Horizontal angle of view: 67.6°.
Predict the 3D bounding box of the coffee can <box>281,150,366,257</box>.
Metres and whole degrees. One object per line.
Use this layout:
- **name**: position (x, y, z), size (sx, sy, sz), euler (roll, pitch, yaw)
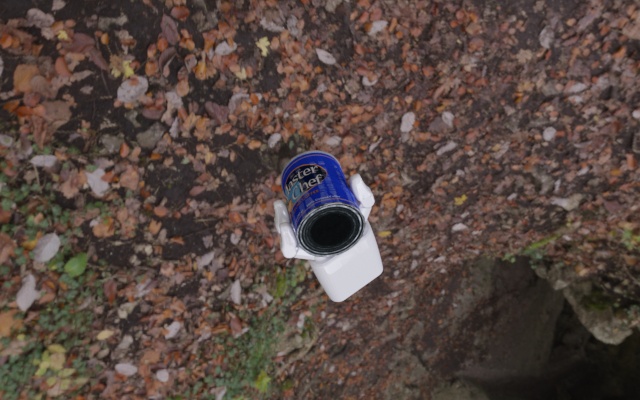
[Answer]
- **coffee can**: position (0.000, 0.002, 0.733), size (0.103, 0.103, 0.140), euler (0, 37, -16)
